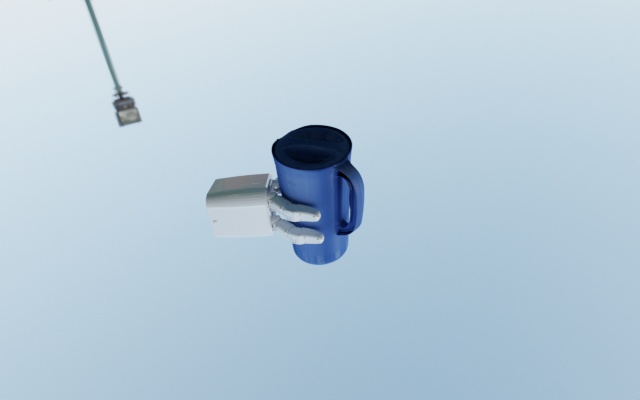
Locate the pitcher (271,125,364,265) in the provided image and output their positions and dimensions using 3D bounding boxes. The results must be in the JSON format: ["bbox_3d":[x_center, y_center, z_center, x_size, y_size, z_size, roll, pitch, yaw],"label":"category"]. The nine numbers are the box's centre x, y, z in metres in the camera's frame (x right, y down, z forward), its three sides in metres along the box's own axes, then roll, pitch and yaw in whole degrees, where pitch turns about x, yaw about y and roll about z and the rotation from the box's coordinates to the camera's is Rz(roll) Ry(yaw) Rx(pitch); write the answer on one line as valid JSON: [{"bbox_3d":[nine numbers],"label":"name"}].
[{"bbox_3d":[0.000,0.003,0.844,0.145,0.243,0.149,-4,40,1],"label":"pitcher"}]
